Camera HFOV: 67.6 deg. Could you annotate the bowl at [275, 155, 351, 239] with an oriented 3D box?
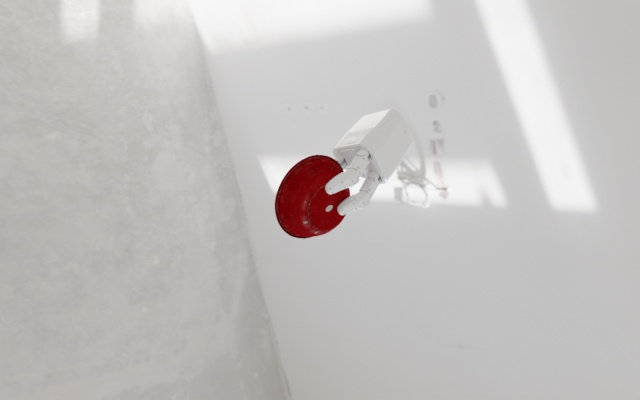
[{"bbox_3d":[0.000,0.004,0.853,0.162,0.162,0.055,0,19,-39],"label":"bowl"}]
